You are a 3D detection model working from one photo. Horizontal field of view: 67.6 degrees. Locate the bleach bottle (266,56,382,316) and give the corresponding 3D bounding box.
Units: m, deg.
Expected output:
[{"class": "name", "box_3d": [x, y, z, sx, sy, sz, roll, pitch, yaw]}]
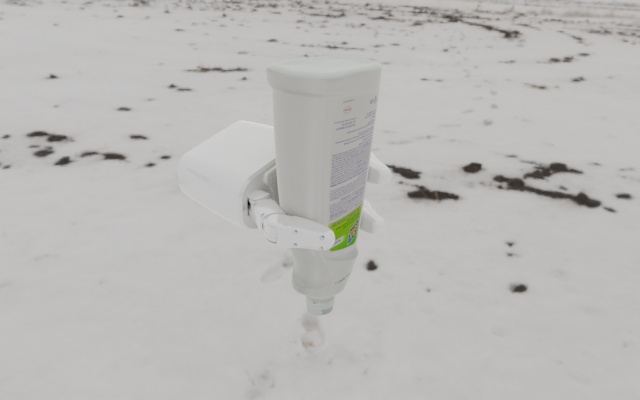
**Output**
[{"class": "bleach bottle", "box_3d": [0.000, 0.001, 0.442, 0.068, 0.251, 0.102, 22, 31, 34]}]
